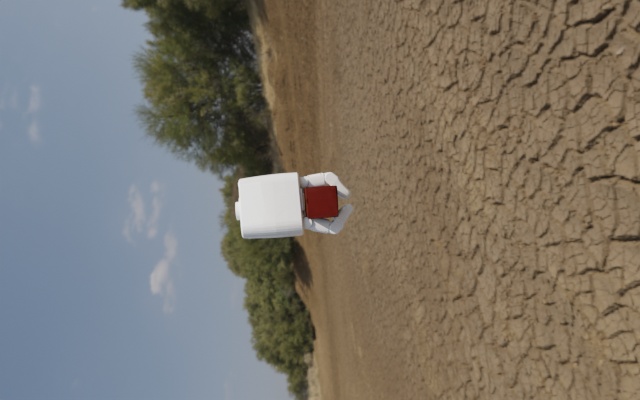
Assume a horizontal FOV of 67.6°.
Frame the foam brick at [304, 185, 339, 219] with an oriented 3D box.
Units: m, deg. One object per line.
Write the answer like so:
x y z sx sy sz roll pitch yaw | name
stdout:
0.000 0.003 0.809 0.051 0.053 0.078 -4 0 -5 | foam brick
